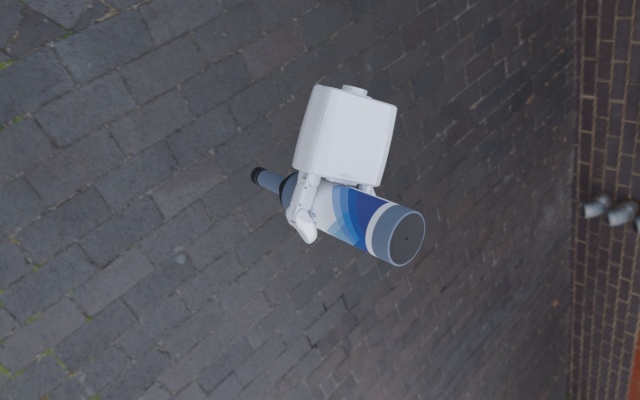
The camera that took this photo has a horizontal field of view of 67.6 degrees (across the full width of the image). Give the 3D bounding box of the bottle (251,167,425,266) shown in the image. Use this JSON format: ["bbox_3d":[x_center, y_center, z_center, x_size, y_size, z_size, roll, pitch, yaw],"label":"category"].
[{"bbox_3d":[0.000,0.002,0.639,0.069,0.069,0.295,0,16,-44],"label":"bottle"}]
